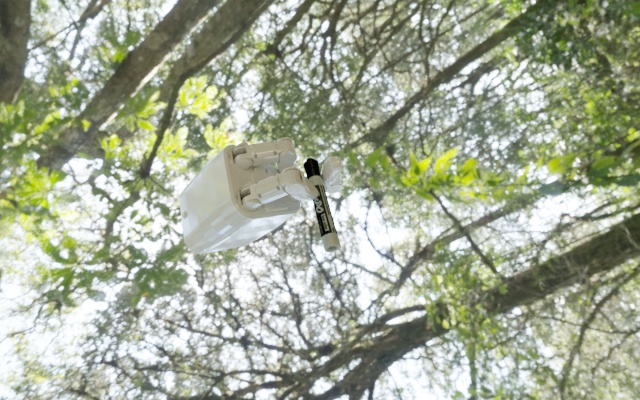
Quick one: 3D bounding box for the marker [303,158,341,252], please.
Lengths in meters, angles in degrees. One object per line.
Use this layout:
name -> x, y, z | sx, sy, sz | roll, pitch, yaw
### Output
marker -> 0.000, 0.002, 0.552 | 0.020, 0.121, 0.020 | -11, -28, -6
